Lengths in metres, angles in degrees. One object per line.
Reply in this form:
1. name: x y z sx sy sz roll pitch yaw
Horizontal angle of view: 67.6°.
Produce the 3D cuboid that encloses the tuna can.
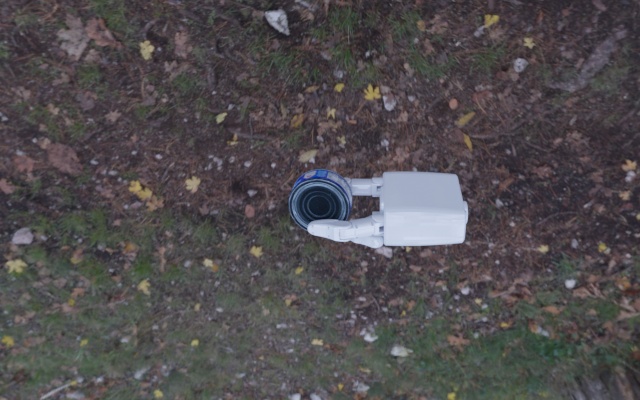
1. tuna can: 0.000 0.002 0.652 0.086 0.086 0.033 0 26 9
